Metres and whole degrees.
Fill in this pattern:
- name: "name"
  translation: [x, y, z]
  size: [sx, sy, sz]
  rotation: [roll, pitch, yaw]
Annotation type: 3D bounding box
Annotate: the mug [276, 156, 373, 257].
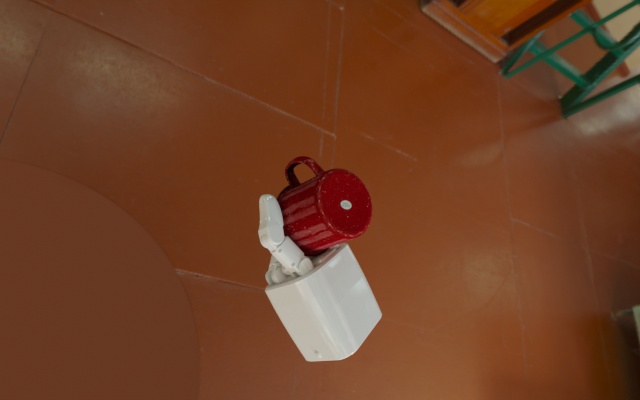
- name: "mug"
  translation: [0.000, 0.000, 0.552]
  size: [0.093, 0.117, 0.081]
  rotation: [-30, 4, -40]
